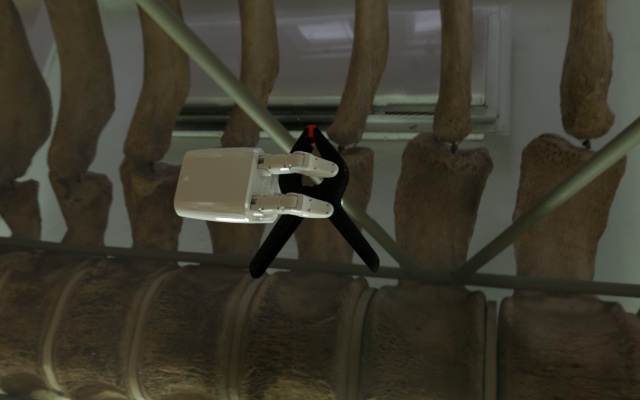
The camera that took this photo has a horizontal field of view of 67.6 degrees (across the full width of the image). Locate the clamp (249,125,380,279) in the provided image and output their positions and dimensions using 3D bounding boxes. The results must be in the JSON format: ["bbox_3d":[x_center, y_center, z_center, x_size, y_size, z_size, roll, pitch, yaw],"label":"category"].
[{"bbox_3d":[0.000,0.002,0.615,0.164,0.210,0.036,2,-19,15],"label":"clamp"}]
